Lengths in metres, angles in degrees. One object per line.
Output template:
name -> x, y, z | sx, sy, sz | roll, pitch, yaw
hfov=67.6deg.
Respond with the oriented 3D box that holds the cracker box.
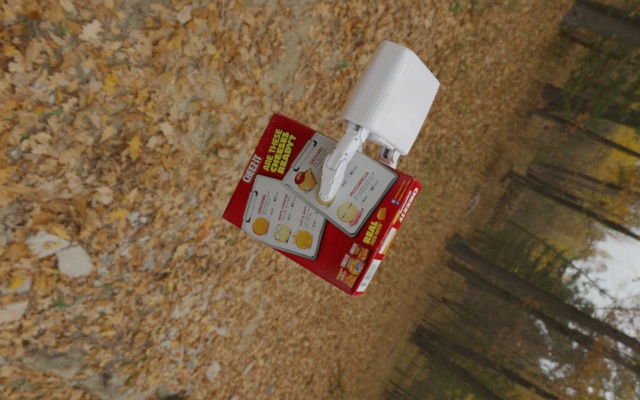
cracker box -> 0.000, 0.002, 0.634 | 0.213, 0.164, 0.072 | 28, 2, 21
